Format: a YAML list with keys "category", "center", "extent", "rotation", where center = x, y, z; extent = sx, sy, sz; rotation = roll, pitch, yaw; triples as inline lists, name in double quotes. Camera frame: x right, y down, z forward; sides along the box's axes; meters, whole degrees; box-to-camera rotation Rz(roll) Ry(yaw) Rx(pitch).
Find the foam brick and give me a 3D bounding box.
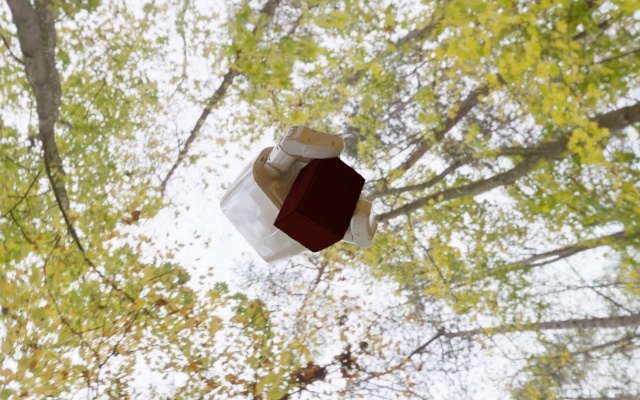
- category: "foam brick"
  center: [0.000, 0.002, 0.458]
  extent: [0.053, 0.078, 0.051]
  rotation: [36, -37, -16]
